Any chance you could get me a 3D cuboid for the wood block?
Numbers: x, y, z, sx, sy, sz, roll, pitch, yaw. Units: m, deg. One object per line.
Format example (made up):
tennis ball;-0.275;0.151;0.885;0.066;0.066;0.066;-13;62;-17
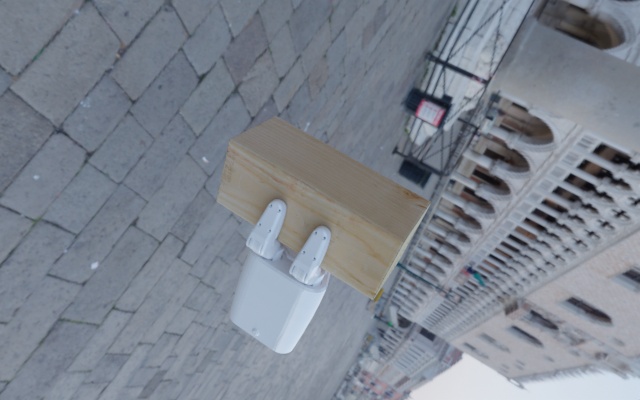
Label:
wood block;0.000;0.002;0.526;0.206;0.090;0.090;31;36;14
